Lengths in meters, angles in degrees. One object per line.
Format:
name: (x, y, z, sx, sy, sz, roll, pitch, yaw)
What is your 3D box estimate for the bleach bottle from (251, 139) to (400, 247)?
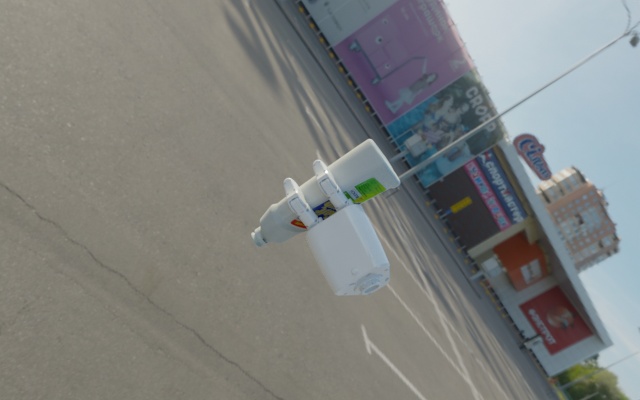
bleach bottle: (0.000, 0.002, 0.779, 0.251, 0.068, 0.103, -32, -29, 12)
